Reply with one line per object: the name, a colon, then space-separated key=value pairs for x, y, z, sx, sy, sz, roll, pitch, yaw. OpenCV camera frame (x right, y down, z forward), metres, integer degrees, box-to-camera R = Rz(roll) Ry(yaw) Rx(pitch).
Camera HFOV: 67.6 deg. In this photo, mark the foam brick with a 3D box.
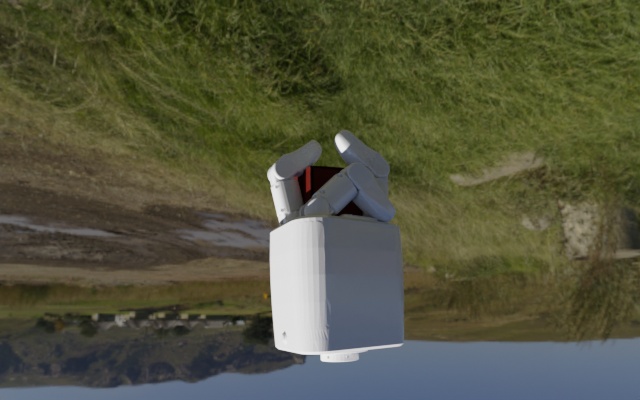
foam brick: x=0.000 y=0.002 z=0.471 sx=0.053 sy=0.051 sz=0.078 roll=2 pitch=-13 yaw=-22
